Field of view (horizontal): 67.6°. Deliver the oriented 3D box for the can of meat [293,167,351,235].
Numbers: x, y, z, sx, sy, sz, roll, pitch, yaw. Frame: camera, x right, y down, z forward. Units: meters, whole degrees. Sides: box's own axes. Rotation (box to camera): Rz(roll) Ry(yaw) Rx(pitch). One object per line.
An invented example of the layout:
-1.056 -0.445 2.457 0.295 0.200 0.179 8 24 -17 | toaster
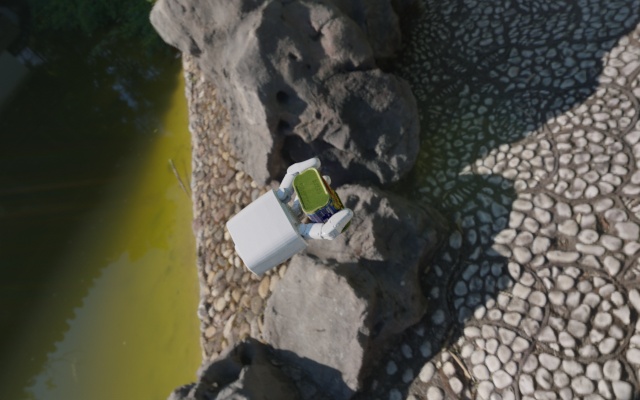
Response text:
0.000 0.003 0.828 0.057 0.102 0.084 -32 -42 7 | can of meat
